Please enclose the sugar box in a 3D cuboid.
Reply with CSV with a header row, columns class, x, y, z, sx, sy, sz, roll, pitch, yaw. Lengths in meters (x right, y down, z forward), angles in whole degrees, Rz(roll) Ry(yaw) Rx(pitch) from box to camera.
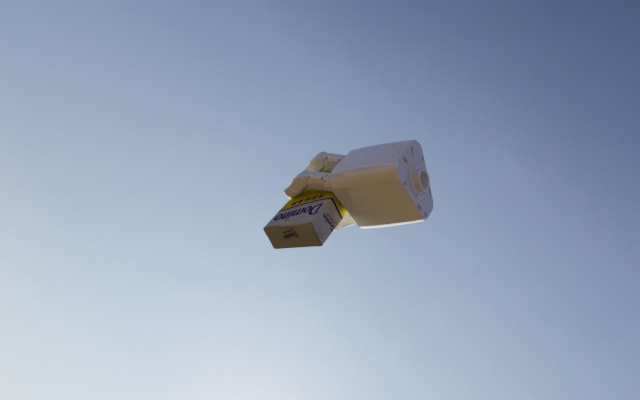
class,x,y,z,sx,sy,sz,roll,pitch,yaw
sugar box,0.000,0.002,0.721,0.093,0.048,0.176,-8,26,38
